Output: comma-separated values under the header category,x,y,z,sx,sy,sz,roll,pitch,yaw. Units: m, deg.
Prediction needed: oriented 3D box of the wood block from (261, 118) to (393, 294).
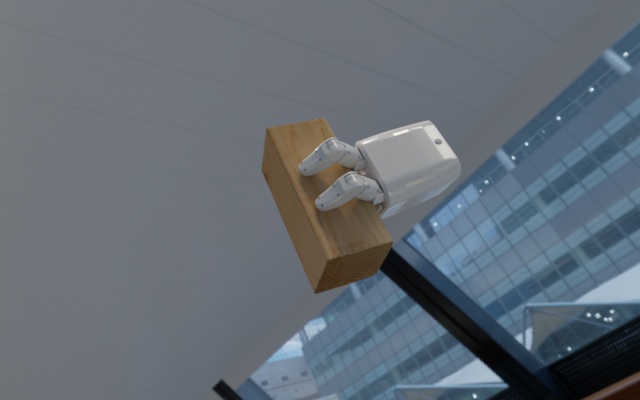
category,x,y,z,sx,sy,sz,roll,pitch,yaw
wood block,0.000,0.002,0.623,0.090,0.206,0.091,-14,-32,-20
